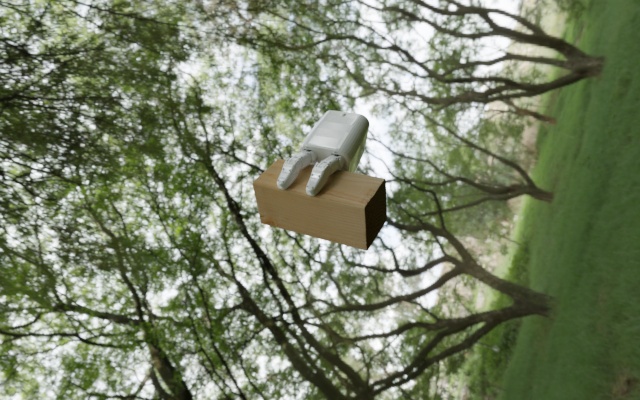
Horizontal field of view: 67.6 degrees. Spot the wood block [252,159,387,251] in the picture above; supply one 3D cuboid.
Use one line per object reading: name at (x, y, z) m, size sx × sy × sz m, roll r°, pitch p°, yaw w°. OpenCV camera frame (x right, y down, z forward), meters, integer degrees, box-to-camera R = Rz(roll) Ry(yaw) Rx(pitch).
wood block at (0.000, 0.003, 0.814) m, size 0.206 × 0.091 × 0.090 m, roll 12°, pitch 40°, yaw 26°
